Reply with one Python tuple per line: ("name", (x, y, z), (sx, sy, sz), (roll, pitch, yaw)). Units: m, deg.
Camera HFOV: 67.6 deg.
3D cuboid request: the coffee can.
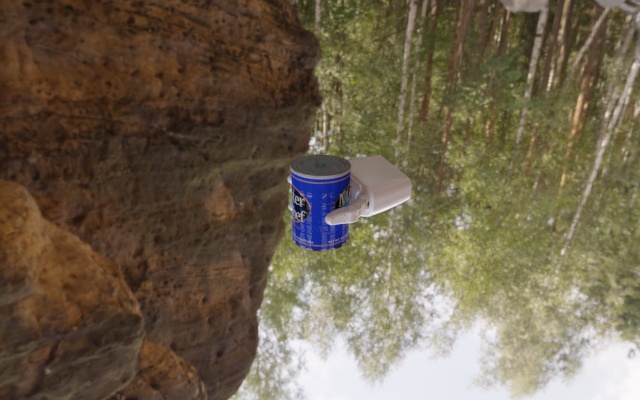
("coffee can", (0.000, 0.003, 0.830), (0.103, 0.140, 0.102), (0, 24, 0))
